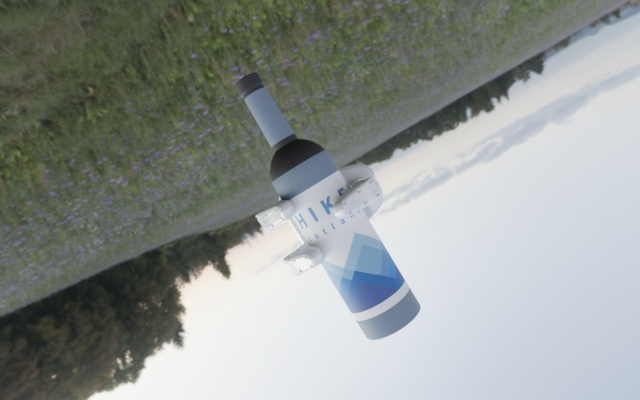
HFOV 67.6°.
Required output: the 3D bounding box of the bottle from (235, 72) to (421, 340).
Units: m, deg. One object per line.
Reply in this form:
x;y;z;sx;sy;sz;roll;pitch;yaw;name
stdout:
0.000;0.002;0.495;0.069;0.296;0.069;-31;3;2;bottle
